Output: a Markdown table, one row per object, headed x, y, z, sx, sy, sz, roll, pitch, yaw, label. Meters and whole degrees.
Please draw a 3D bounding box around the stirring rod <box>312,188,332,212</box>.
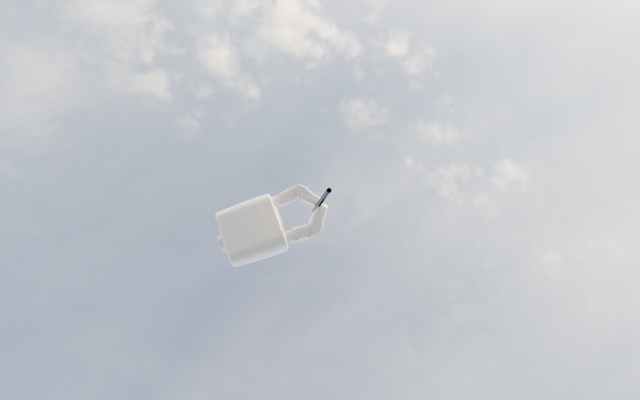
| x | y | z | sx | sy | sz | roll | pitch | yaw | label |
| --- | --- | --- | --- | --- | --- | --- | --- | --- | --- |
| 0.000 | 0.003 | 0.840 | 0.011 | 0.011 | 0.239 | 0 | -9 | -6 | stirring rod |
